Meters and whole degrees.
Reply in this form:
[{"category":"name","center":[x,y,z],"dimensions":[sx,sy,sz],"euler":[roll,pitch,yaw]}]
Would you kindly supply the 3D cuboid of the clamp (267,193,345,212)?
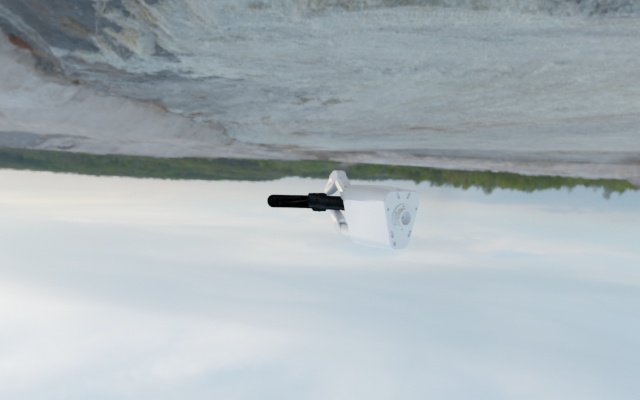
[{"category":"clamp","center":[0.000,0.004,0.895],"dimensions":[0.171,0.039,0.120],"euler":[0,4,-37]}]
